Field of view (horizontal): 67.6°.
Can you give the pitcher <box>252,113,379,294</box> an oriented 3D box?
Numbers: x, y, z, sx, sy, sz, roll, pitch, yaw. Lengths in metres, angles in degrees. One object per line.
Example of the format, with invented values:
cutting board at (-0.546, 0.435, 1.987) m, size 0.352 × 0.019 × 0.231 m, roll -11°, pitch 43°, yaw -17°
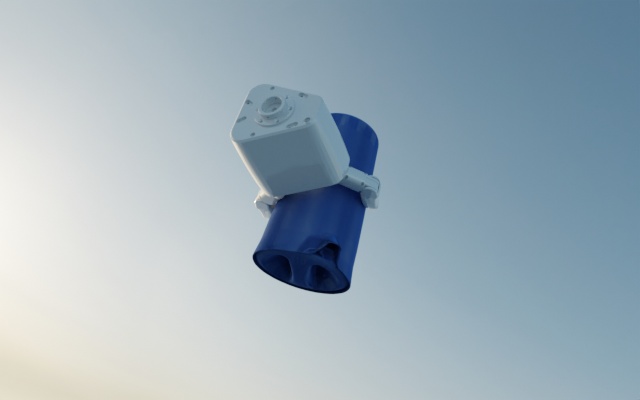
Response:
pitcher at (0.000, 0.002, 0.681) m, size 0.149 × 0.242 × 0.145 m, roll 4°, pitch -31°, yaw 23°
